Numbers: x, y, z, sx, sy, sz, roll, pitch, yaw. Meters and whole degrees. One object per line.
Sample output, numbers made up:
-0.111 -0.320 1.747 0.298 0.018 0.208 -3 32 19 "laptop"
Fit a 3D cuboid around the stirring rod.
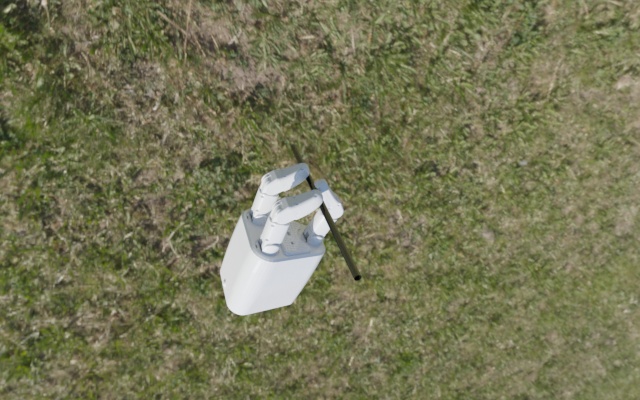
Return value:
0.000 0.002 0.555 0.011 0.011 0.239 0 38 -23 "stirring rod"
